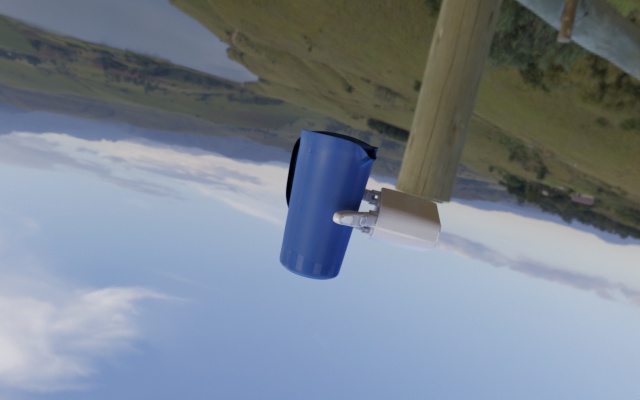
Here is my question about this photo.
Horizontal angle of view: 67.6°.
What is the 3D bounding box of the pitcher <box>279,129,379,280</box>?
[{"bbox_3d":[0.000,0.003,0.825,0.145,0.243,0.149,14,8,0],"label":"pitcher"}]
